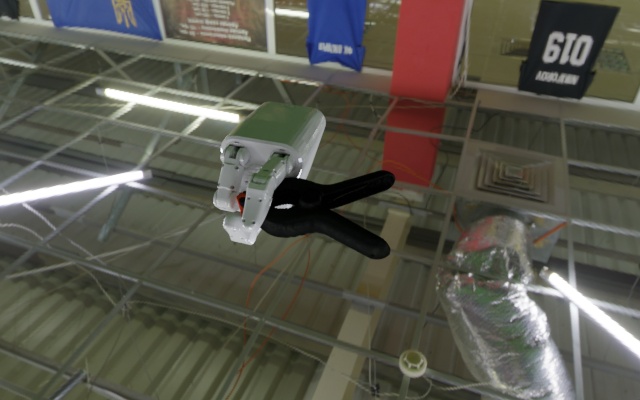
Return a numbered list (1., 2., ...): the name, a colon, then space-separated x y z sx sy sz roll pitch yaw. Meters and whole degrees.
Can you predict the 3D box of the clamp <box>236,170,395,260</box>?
1. clamp: 0.000 0.002 0.510 0.171 0.039 0.120 11 39 14
